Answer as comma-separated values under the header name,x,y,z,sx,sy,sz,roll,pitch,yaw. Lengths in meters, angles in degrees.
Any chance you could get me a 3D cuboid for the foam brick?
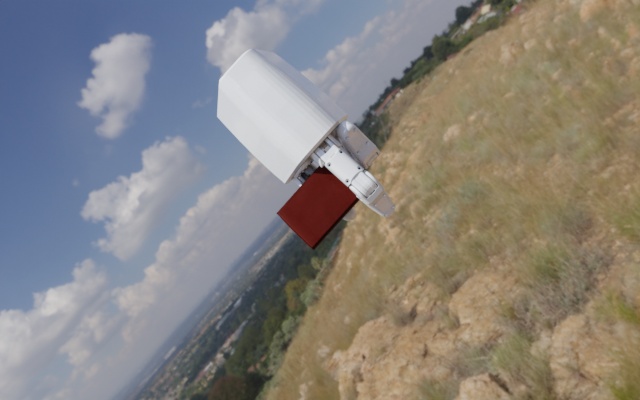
name,x,y,z,sx,sy,sz,roll,pitch,yaw
foam brick,0.000,0.002,0.481,0.051,0.078,0.053,42,0,-3
